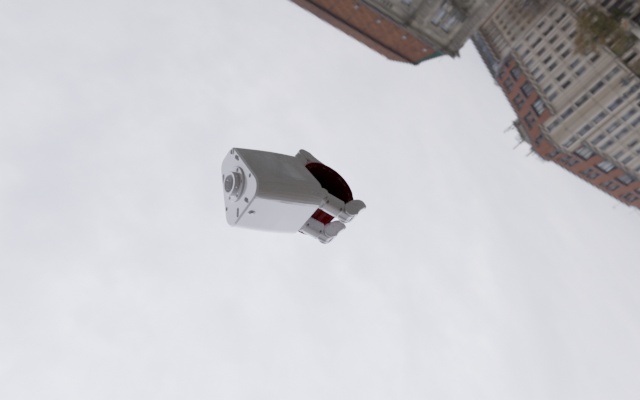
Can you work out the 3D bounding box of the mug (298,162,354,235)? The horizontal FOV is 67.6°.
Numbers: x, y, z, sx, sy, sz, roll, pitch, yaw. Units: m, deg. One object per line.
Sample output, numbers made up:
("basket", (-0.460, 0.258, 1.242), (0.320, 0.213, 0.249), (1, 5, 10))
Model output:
("mug", (0.001, 0.003, 0.761), (0.117, 0.093, 0.081), (9, -44, -39))
